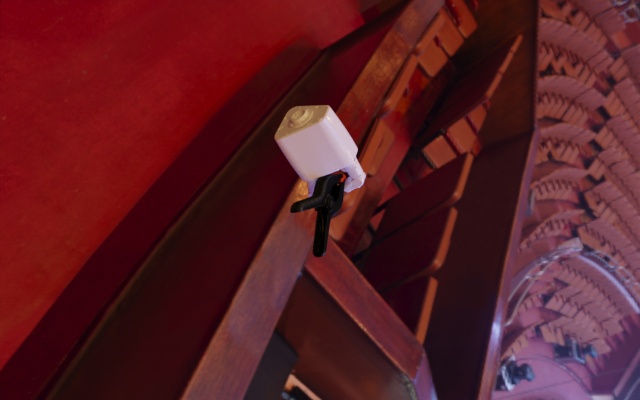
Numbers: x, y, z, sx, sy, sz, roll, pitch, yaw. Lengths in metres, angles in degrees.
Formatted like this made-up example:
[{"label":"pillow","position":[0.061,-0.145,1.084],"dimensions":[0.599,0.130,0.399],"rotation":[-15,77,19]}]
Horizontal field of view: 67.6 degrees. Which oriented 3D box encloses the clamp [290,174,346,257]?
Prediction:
[{"label":"clamp","position":[0.001,0.003,0.864],"dimensions":[0.039,0.171,0.120],"rotation":[0,-41,25]}]
